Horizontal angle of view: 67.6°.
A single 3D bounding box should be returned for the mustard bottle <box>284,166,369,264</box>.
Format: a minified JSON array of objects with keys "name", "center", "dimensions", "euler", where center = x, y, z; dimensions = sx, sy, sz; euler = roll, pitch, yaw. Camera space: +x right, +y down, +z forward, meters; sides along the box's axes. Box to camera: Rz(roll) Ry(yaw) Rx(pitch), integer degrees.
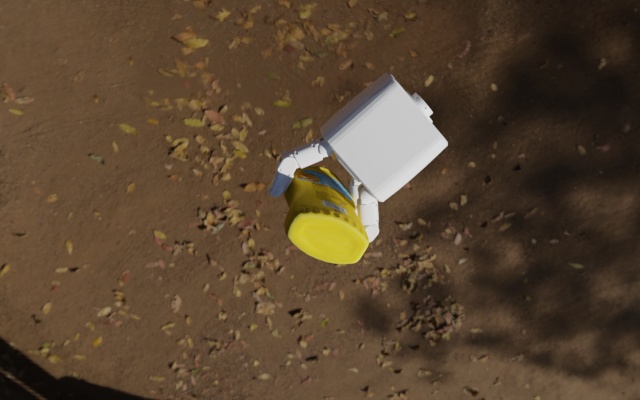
[{"name":"mustard bottle","center":[0.000,0.002,0.611],"dimensions":[0.096,0.058,0.191],"euler":[21,22,-16]}]
